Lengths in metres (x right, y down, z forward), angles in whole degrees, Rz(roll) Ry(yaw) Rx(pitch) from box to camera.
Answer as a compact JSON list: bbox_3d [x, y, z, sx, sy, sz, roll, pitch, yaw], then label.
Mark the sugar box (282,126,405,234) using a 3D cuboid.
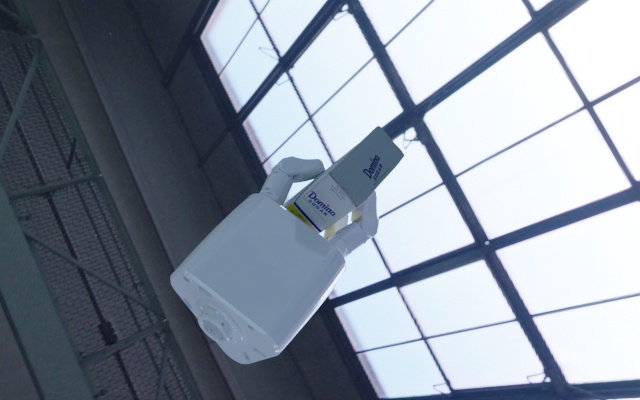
[{"bbox_3d":[0.000,0.002,0.489,0.093,0.048,0.176,-45,7,-39],"label":"sugar box"}]
